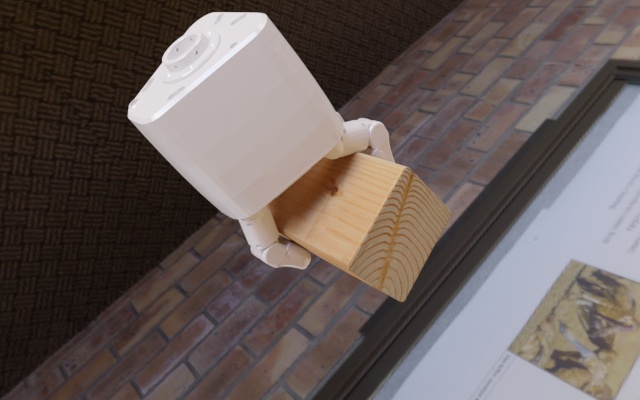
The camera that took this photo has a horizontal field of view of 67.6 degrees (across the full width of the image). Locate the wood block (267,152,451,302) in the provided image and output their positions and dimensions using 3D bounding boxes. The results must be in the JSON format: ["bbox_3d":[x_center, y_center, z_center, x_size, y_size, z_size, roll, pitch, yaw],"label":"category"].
[{"bbox_3d":[0.000,0.002,0.449,0.206,0.091,0.090,24,-9,45],"label":"wood block"}]
